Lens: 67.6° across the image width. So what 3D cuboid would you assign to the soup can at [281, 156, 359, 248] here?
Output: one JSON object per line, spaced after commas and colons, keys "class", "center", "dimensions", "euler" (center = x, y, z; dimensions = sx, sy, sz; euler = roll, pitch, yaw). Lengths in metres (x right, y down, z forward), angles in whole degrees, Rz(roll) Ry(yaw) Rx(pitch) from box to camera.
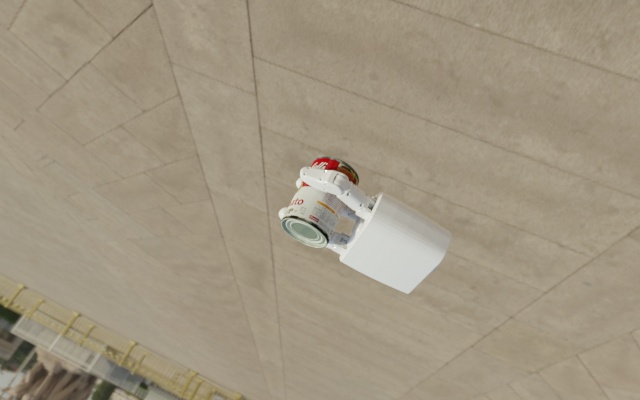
{"class": "soup can", "center": [0.000, 0.002, 0.620], "dimensions": [0.068, 0.102, 0.068], "euler": [21, -28, 12]}
